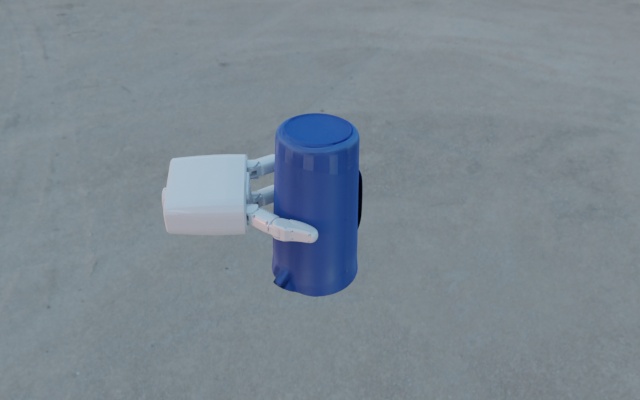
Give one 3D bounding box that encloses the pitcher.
[{"bbox_3d":[0.000,0.002,0.680,0.145,0.243,0.149,-1,35,-4],"label":"pitcher"}]
